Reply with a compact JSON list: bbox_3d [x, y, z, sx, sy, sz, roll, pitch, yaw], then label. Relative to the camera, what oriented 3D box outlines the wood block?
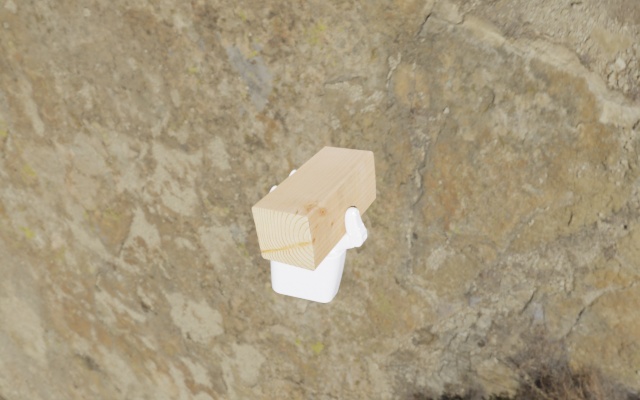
[{"bbox_3d":[0.000,0.003,0.716,0.091,0.090,0.206,10,34,28],"label":"wood block"}]
